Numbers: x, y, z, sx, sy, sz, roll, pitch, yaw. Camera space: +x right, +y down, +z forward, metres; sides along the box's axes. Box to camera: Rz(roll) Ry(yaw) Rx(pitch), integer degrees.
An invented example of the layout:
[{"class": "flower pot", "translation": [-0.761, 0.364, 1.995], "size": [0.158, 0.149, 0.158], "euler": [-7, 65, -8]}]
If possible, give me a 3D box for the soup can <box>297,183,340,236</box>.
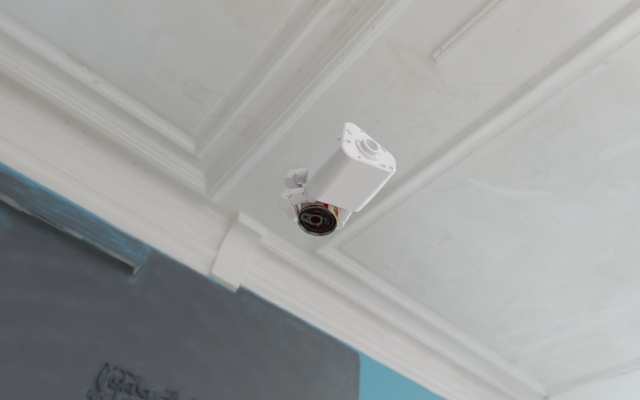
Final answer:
[{"class": "soup can", "translation": [0.000, 0.003, 0.836], "size": [0.068, 0.069, 0.102], "euler": [0, 41, 9]}]
